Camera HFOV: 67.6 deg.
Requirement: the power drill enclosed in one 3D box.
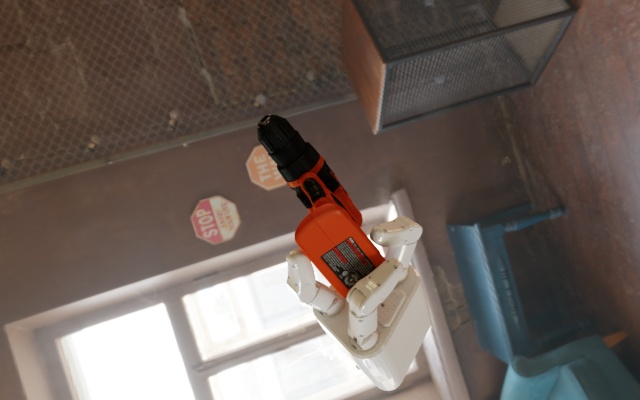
[{"bbox_3d":[0.000,0.002,0.512,0.057,0.184,0.187,-36,26,10],"label":"power drill"}]
